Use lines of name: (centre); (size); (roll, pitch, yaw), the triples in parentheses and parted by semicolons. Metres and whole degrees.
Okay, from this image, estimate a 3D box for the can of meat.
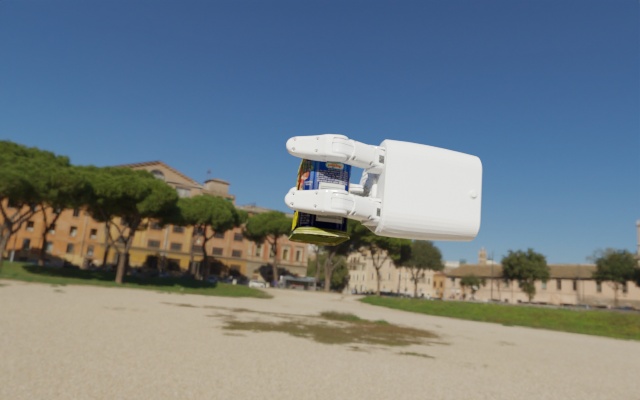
can of meat: (0.000, 0.001, 0.518); (0.057, 0.084, 0.102); (7, -11, -7)
